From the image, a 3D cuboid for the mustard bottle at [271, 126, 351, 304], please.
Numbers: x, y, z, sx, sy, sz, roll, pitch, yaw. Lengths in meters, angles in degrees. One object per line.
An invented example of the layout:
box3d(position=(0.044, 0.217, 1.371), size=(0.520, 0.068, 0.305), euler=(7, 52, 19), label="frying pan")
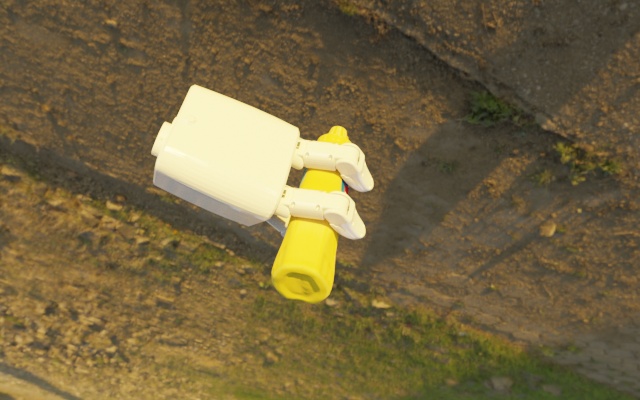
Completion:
box3d(position=(0.000, 0.002, 0.492), size=(0.058, 0.191, 0.096), euler=(11, -30, 5), label="mustard bottle")
